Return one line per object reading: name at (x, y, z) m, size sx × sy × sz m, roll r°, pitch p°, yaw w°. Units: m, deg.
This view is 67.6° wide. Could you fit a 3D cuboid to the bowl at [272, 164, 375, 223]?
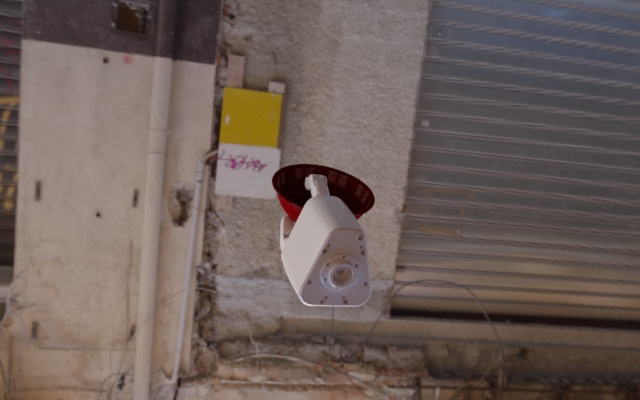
bowl at (0.000, 0.002, 0.747) m, size 0.162 × 0.055 × 0.162 m, roll 10°, pitch 29°, yaw -6°
